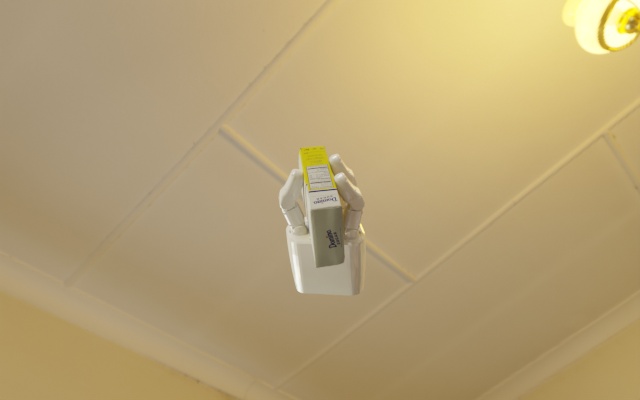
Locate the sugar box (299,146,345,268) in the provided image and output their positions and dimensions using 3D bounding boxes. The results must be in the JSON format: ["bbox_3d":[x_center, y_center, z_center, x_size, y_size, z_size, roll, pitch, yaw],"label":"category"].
[{"bbox_3d":[0.001,0.002,0.664,0.048,0.093,0.176,-8,33,-6],"label":"sugar box"}]
